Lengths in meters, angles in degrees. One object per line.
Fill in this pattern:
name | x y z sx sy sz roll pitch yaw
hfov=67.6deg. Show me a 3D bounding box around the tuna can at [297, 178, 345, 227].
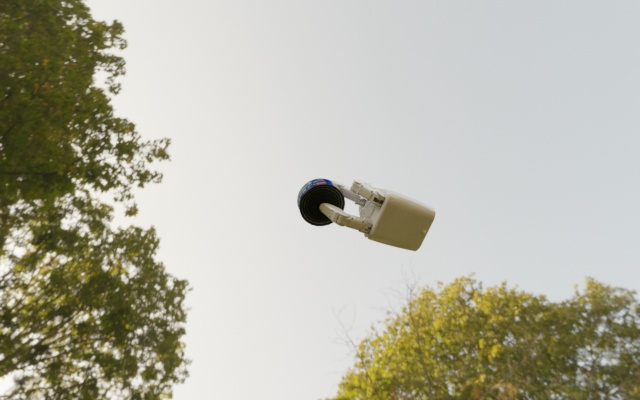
tuna can | 0.000 0.003 0.883 0.086 0.086 0.033 0 25 -14
